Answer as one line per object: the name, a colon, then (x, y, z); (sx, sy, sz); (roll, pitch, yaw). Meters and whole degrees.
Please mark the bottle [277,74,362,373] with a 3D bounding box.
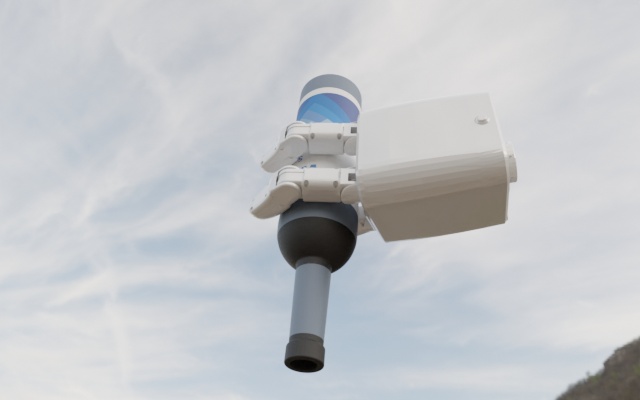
bottle: (0.000, 0.001, 0.418); (0.069, 0.295, 0.069); (3, -41, 3)
